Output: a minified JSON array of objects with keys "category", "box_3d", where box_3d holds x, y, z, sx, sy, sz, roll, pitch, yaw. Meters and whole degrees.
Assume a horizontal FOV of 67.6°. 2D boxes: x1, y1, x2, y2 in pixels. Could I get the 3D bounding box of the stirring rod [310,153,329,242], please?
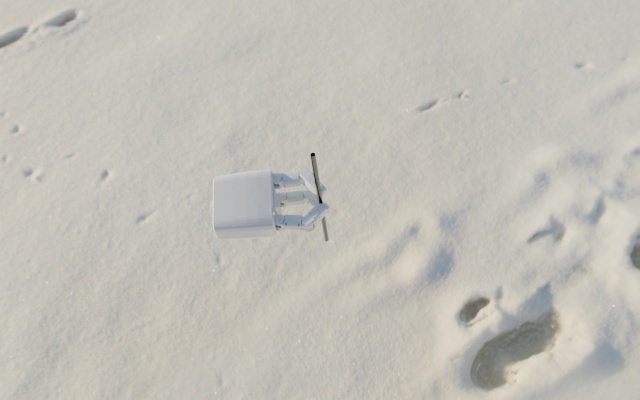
[{"category":"stirring rod","box_3d":[0.000,0.003,0.824,0.011,0.011,0.240,0,-37,7]}]
